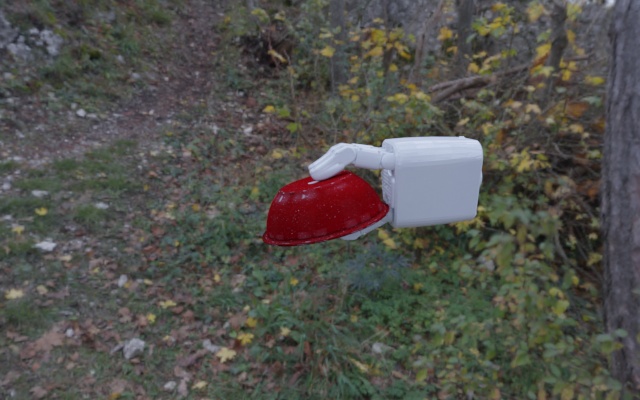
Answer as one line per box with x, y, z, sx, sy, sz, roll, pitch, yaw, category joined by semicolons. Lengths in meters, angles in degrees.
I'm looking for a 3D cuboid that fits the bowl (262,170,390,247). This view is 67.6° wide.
-0.001;0.002;0.584;0.162;0.055;0.162;-14;12;3;bowl
